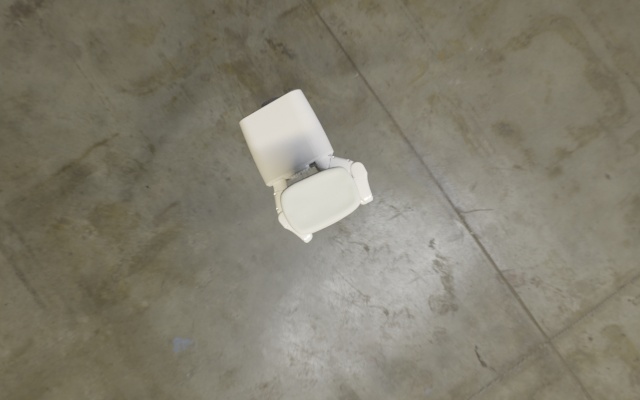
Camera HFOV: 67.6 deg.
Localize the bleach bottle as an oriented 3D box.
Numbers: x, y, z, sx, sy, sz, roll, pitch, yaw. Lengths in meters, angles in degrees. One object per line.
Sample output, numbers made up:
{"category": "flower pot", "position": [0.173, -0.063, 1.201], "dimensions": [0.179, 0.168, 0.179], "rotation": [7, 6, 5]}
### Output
{"category": "bleach bottle", "position": [0.000, 0.002, 0.718], "dimensions": [0.102, 0.068, 0.251], "rotation": [-25, -1, -1]}
